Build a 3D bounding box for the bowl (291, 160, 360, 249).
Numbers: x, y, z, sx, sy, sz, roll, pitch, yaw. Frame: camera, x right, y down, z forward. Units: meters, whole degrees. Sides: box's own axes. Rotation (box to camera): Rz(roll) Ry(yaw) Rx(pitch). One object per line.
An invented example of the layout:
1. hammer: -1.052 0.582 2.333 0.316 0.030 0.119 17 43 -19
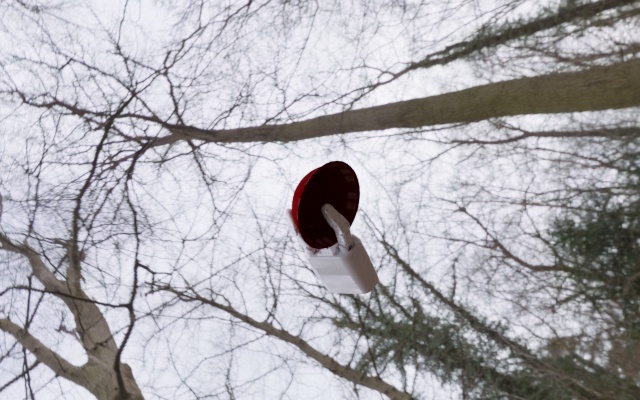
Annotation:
1. bowl: 0.000 0.002 0.857 0.055 0.162 0.162 19 13 41
